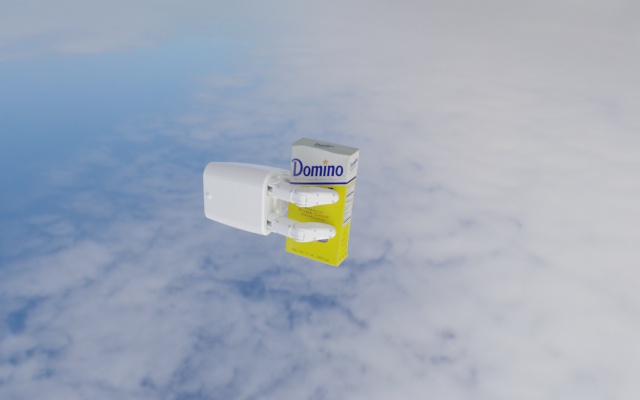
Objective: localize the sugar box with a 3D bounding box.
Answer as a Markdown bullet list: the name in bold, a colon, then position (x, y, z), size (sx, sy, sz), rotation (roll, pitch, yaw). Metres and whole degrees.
- **sugar box**: position (0.000, 0.003, 0.709), size (0.093, 0.176, 0.048), rotation (13, 26, 21)
